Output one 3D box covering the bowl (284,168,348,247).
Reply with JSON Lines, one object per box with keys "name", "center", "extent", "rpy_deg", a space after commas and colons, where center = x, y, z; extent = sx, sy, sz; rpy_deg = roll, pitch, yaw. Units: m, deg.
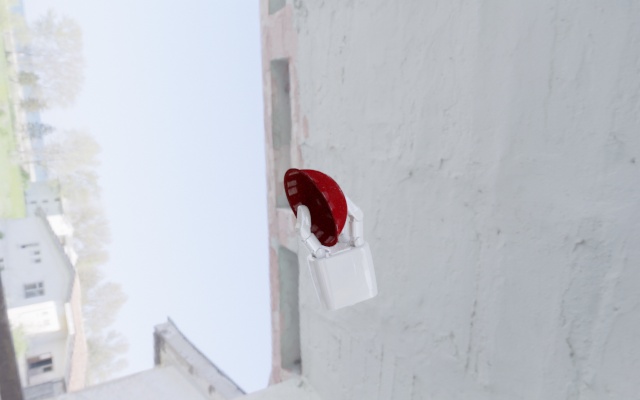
{"name": "bowl", "center": [0.000, 0.002, 0.873], "extent": [0.055, 0.162, 0.162], "rpy_deg": [-31, 14, -24]}
